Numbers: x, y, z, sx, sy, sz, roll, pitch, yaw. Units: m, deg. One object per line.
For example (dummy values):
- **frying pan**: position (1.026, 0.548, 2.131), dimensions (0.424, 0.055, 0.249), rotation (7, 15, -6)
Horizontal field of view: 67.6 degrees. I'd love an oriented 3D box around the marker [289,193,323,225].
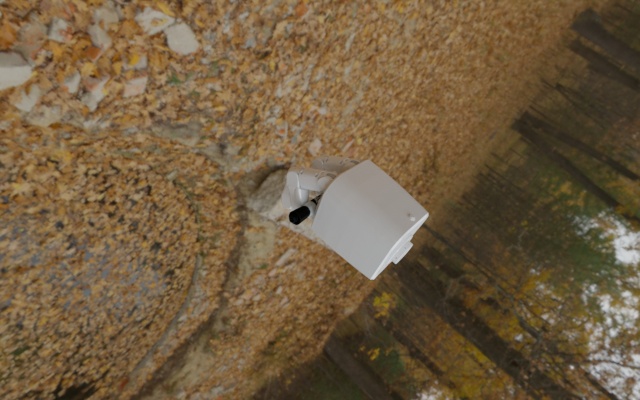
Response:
- **marker**: position (0.000, 0.002, 0.624), dimensions (0.020, 0.020, 0.121), rotation (0, 21, 38)
